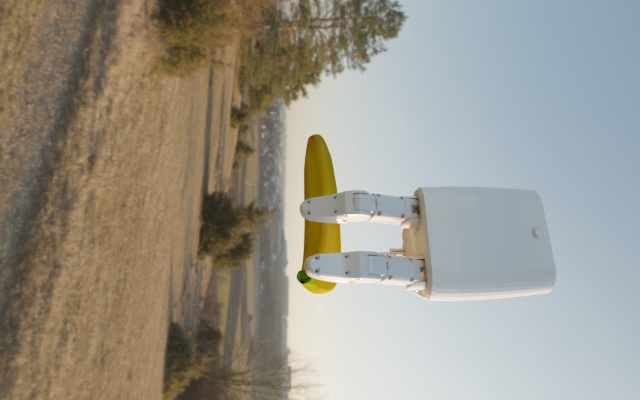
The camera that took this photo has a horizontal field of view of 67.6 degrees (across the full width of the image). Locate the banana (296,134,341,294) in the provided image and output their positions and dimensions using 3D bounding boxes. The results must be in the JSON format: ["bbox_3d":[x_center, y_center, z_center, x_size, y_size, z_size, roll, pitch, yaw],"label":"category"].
[{"bbox_3d":[0.001,0.017,0.460,0.037,0.070,0.197,-2,43,1],"label":"banana"}]
